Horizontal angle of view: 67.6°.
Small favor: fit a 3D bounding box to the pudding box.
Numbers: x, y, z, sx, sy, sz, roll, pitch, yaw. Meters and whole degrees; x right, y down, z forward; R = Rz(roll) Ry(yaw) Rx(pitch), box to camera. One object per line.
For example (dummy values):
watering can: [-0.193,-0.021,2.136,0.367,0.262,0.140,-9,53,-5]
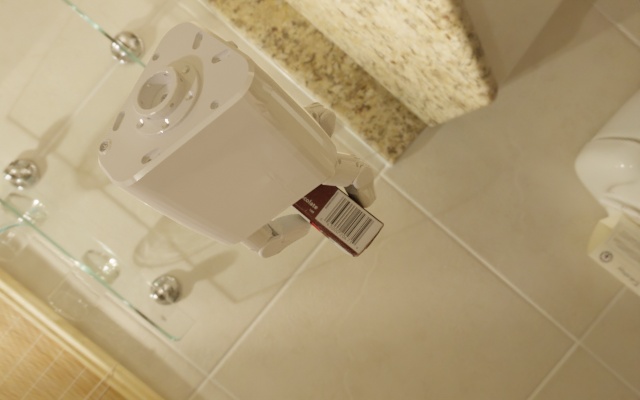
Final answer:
pudding box: [0.000,0.002,0.423,0.113,0.039,0.090,41,0,6]
